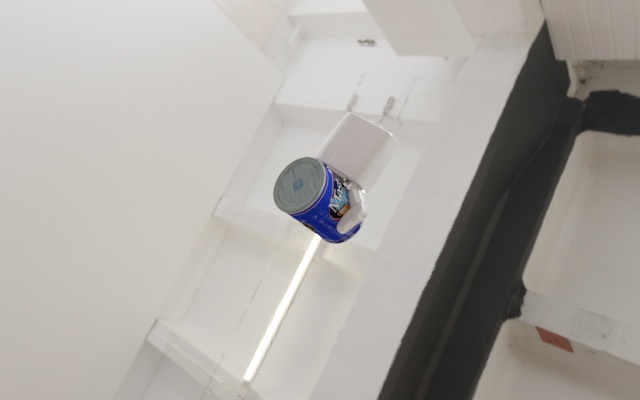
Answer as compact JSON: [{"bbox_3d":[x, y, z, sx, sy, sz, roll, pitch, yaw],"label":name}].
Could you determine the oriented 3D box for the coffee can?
[{"bbox_3d":[0.000,0.003,0.831,0.103,0.102,0.140,0,-26,37],"label":"coffee can"}]
